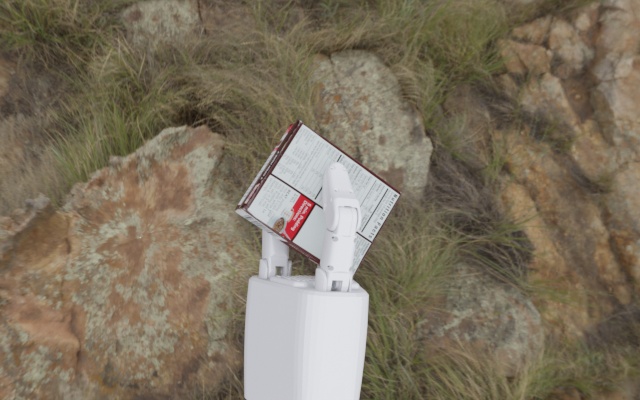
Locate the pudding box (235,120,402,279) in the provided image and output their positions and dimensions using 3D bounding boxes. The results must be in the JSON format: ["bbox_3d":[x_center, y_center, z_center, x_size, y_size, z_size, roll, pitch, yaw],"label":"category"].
[{"bbox_3d":[0.000,0.001,0.403,0.113,0.090,0.039,35,-11,-17],"label":"pudding box"}]
